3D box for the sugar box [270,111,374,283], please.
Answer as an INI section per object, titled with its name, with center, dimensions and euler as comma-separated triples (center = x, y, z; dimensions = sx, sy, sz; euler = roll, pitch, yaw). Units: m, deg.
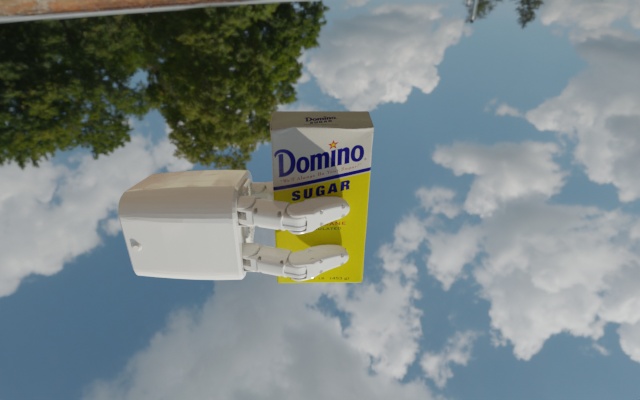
[sugar box]
center = 0.000, 0.002, 0.471
dimensions = 0.093, 0.176, 0.048
euler = -1, 33, -2
